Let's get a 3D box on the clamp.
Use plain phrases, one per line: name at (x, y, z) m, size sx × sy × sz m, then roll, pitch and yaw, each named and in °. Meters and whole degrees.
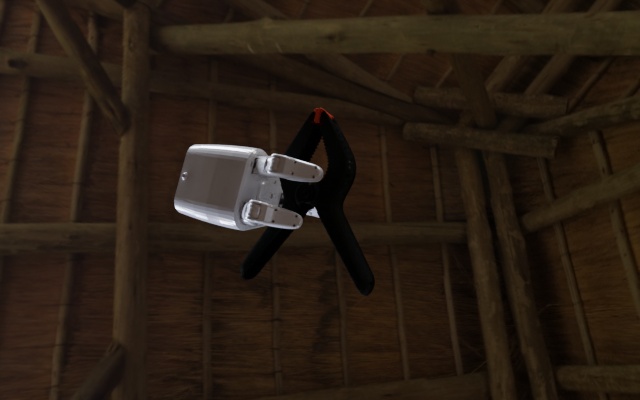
clamp at (0.000, 0.001, 0.533) m, size 0.164 × 0.210 × 0.036 m, roll 10°, pitch -7°, yaw 29°
